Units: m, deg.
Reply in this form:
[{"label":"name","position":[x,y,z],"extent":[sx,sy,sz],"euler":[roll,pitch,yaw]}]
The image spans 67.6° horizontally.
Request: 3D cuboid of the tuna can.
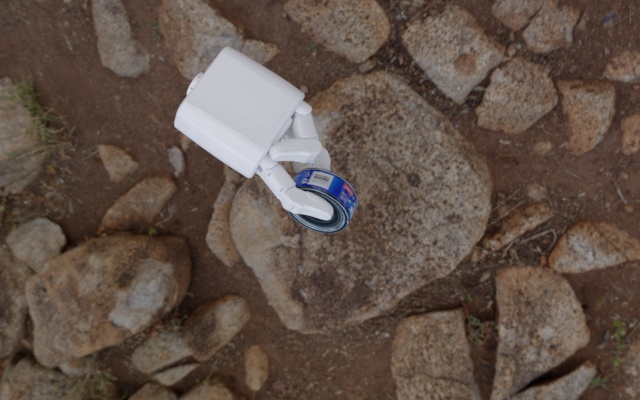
[{"label":"tuna can","position":[0.000,0.002,0.584],"extent":[0.086,0.033,0.086],"euler":[16,-37,12]}]
